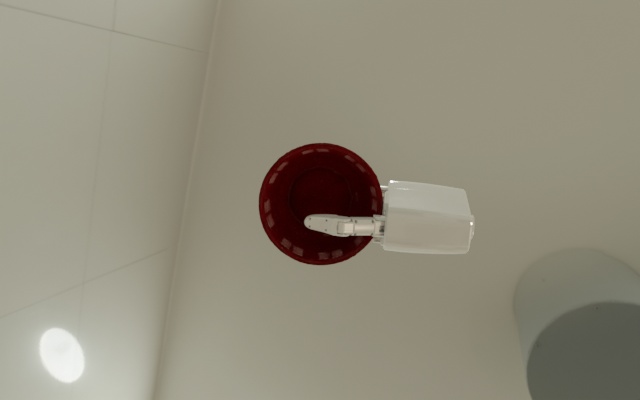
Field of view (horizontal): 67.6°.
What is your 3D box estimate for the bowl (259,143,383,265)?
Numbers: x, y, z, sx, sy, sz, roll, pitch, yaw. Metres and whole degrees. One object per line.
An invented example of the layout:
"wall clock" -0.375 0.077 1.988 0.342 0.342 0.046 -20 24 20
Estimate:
"bowl" -0.001 0.002 0.640 0.162 0.162 0.055 0 11 -2
